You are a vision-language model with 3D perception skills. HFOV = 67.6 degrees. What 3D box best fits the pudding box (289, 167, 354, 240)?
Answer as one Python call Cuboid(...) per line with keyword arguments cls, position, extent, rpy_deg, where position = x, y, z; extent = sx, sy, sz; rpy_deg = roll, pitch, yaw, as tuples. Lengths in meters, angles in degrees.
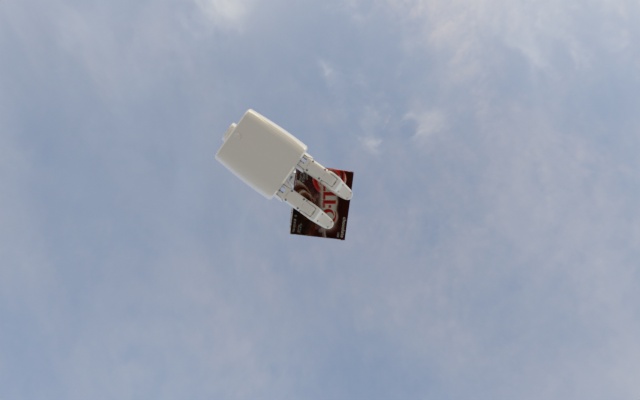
Cuboid(cls="pudding box", position=(0.000, 0.002, 0.762), extent=(0.090, 0.113, 0.039), rpy_deg=(7, 2, -10))
